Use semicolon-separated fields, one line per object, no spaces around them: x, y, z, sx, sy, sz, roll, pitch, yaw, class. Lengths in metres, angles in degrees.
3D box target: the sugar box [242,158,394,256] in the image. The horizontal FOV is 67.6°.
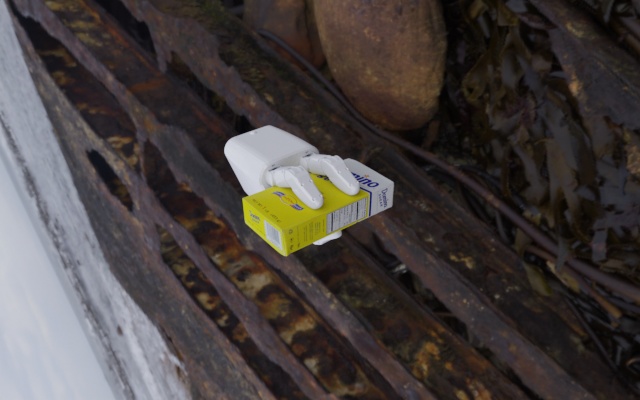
0.000;0.002;0.614;0.176;0.048;0.093;-25;40;-29;sugar box
